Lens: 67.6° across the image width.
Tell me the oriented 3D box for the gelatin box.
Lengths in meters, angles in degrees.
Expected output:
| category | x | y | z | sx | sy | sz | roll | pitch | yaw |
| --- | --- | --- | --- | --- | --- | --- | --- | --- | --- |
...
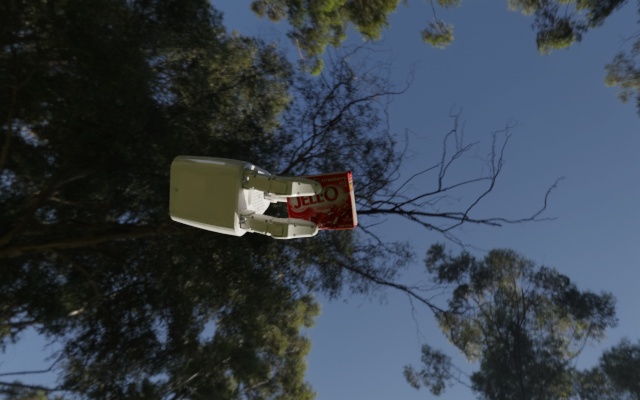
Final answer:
| category | x | y | z | sx | sy | sz | roll | pitch | yaw |
| --- | --- | --- | --- | --- | --- | --- | --- | --- | --- |
| gelatin box | 0.001 | 0.002 | 0.632 | 0.089 | 0.073 | 0.030 | -5 | 9 | 14 |
